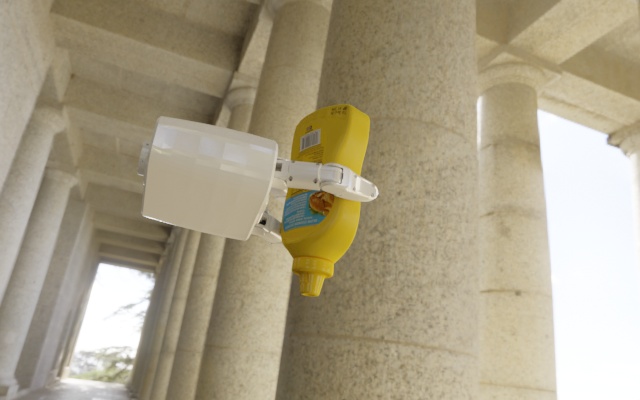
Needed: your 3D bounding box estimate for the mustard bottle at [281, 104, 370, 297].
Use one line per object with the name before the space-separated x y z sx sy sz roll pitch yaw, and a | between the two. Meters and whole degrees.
mustard bottle | 0.000 0.001 0.492 0.058 0.191 0.096 24 -26 -38
